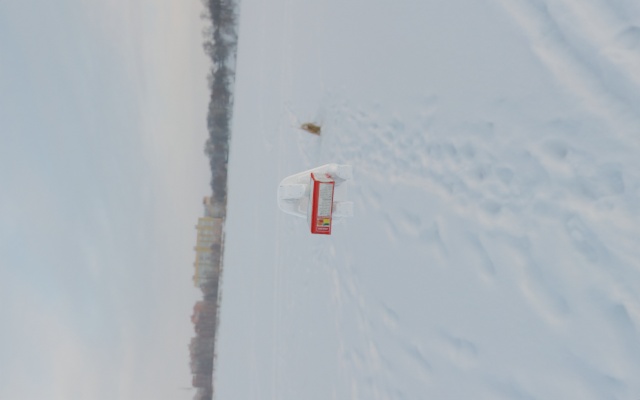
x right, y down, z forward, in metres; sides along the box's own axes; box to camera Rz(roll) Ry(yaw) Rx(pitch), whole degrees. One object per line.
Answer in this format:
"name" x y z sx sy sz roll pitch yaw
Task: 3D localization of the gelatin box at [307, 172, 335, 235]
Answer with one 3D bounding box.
"gelatin box" 0.000 0.002 0.667 0.030 0.073 0.089 3 10 -5
